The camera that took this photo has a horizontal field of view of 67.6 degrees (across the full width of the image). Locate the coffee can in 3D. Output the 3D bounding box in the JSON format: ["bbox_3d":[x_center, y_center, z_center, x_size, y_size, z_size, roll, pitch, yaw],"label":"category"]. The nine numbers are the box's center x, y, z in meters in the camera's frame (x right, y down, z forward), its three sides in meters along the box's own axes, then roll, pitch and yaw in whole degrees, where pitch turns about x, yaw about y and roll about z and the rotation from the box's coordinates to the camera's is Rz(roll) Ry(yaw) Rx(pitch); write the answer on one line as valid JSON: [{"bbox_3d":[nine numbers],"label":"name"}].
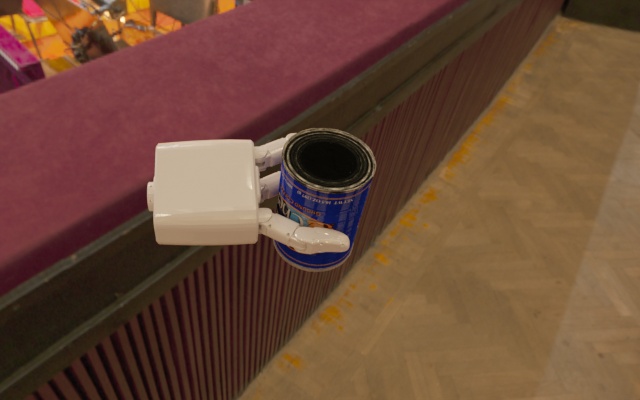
[{"bbox_3d":[0.000,0.002,0.559,0.103,0.102,0.140,0,-43,-11],"label":"coffee can"}]
